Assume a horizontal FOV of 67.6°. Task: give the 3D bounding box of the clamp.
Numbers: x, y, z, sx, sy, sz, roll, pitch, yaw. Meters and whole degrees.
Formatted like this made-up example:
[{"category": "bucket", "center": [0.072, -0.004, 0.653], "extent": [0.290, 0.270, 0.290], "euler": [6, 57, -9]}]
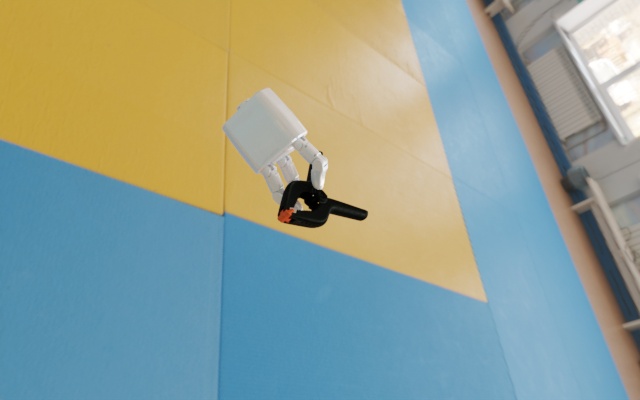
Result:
[{"category": "clamp", "center": [0.000, 0.002, 0.864], "extent": [0.036, 0.164, 0.210], "euler": [-42, -1, 36]}]
